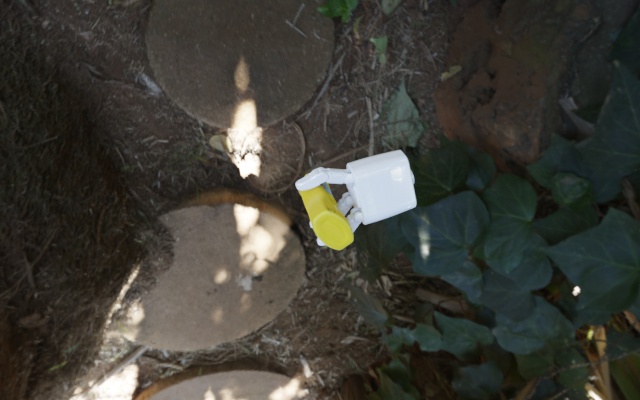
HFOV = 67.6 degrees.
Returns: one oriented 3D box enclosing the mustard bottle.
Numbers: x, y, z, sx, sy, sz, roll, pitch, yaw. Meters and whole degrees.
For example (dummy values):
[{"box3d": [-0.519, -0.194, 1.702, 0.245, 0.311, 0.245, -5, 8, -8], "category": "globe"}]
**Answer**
[{"box3d": [0.000, 0.003, 0.892, 0.096, 0.058, 0.191, 47, 11, -35], "category": "mustard bottle"}]
